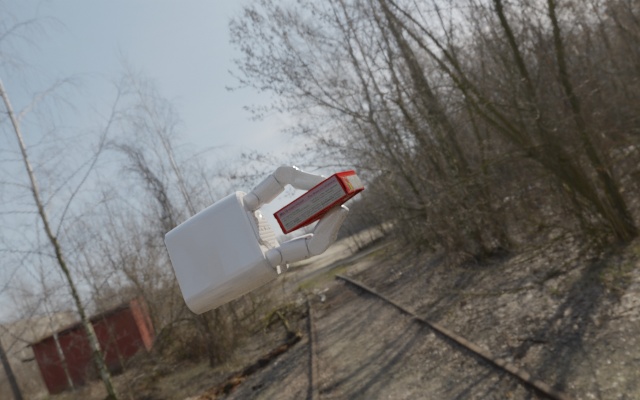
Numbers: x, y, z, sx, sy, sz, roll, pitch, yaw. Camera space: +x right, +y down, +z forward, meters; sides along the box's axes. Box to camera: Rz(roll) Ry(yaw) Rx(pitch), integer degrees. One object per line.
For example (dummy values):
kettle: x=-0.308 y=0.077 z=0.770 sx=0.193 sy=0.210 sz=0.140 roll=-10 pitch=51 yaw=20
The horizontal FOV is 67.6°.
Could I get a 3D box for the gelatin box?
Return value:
gelatin box: x=0.000 y=0.001 z=0.542 sx=0.089 sy=0.030 sz=0.073 roll=-34 pitch=-6 yaw=19
